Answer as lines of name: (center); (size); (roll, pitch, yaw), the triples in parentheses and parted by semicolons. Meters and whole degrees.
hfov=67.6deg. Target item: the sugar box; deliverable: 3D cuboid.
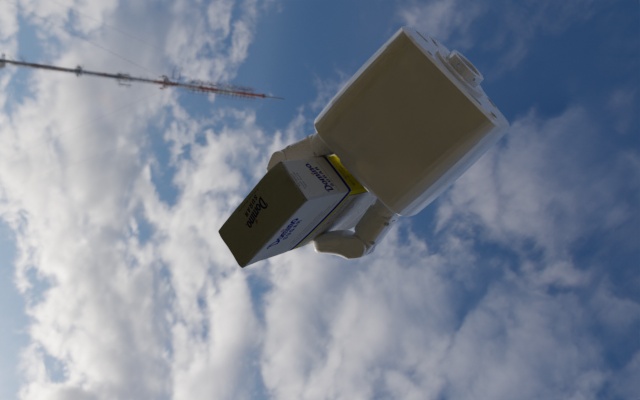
sugar box: (0.000, 0.001, 0.438); (0.093, 0.048, 0.176); (-45, -20, 29)
